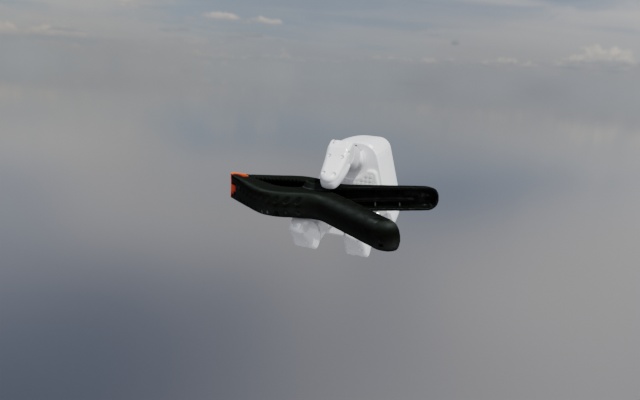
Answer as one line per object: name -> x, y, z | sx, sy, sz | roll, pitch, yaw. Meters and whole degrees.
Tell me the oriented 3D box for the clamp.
clamp -> 0.000, 0.001, 0.454 | 0.210, 0.036, 0.164 | 8, 14, 16
